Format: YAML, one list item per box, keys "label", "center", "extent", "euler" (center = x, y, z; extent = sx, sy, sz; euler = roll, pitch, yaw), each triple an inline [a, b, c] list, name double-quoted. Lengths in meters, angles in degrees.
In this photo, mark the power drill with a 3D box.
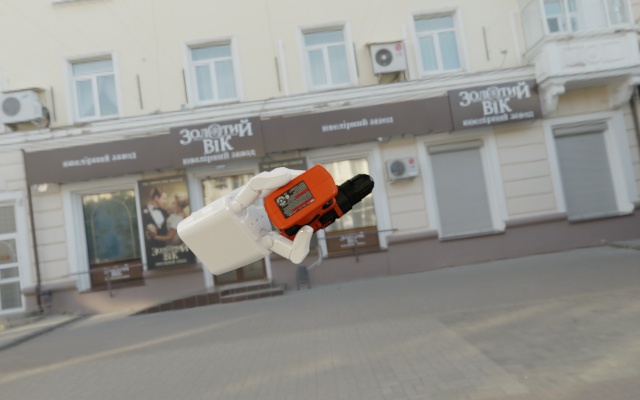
- label: "power drill"
  center: [0.000, 0.002, 0.745]
  extent: [0.184, 0.057, 0.188]
  euler: [-35, -15, 3]
